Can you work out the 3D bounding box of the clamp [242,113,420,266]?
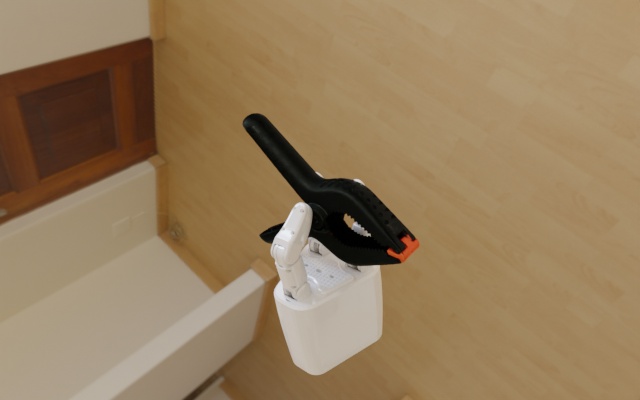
[{"bbox_3d":[0.000,0.002,0.478,0.210,0.165,0.036,18,41,37],"label":"clamp"}]
